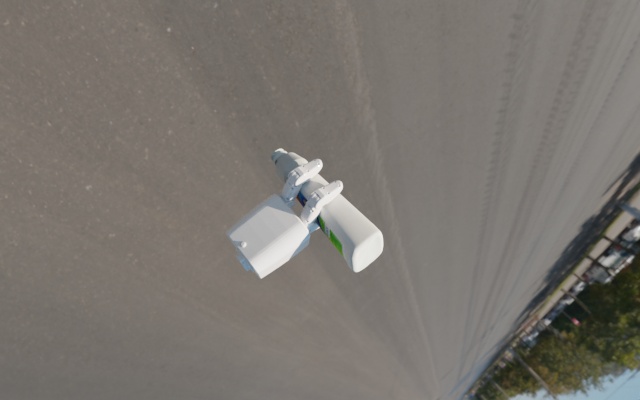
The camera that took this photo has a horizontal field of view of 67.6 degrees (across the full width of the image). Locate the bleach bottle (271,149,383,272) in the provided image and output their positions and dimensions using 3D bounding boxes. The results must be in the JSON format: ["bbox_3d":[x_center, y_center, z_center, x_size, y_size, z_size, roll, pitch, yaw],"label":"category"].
[{"bbox_3d":[0.000,0.003,0.816,0.068,0.250,0.103,-37,-27,-12],"label":"bleach bottle"}]
